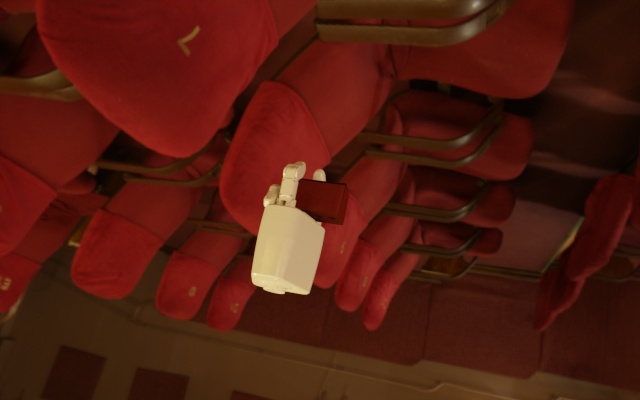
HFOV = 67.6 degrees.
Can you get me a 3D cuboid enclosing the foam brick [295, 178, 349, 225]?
[{"bbox_3d":[0.000,0.002,0.730,0.078,0.051,0.053,7,-21,13],"label":"foam brick"}]
